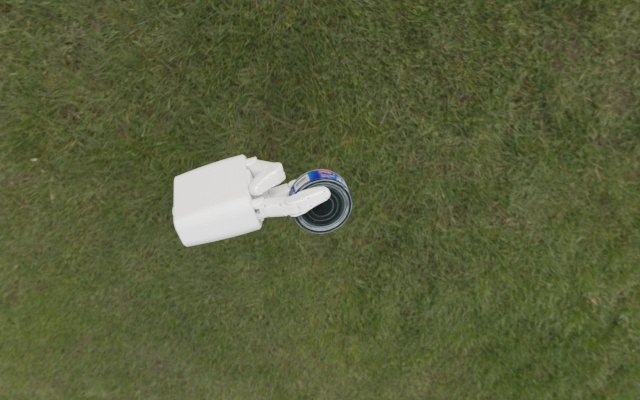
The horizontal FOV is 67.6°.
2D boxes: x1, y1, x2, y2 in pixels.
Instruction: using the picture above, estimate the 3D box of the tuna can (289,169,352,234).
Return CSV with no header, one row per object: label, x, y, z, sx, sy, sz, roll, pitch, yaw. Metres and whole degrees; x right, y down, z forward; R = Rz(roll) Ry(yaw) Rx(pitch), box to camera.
tuna can,0.000,0.002,0.660,0.086,0.086,0.033,0,26,-11
